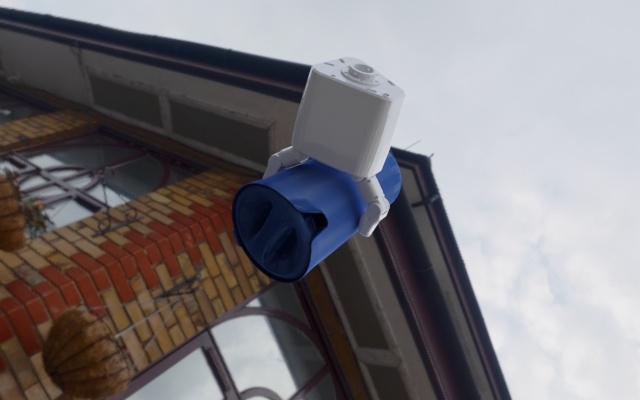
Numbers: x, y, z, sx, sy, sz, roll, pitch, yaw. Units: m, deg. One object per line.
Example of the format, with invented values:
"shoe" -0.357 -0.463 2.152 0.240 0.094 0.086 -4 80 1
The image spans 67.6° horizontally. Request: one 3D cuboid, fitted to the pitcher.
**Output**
"pitcher" 0.000 0.002 0.666 0.149 0.145 0.242 34 40 24
